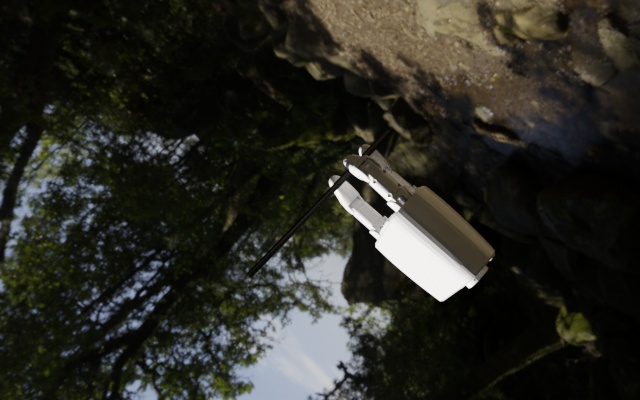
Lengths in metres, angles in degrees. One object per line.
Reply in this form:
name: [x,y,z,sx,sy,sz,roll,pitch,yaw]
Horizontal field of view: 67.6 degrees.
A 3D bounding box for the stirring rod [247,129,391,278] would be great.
stirring rod: [0.000,0.002,0.570,0.011,0.239,0.011,43,-7,6]
